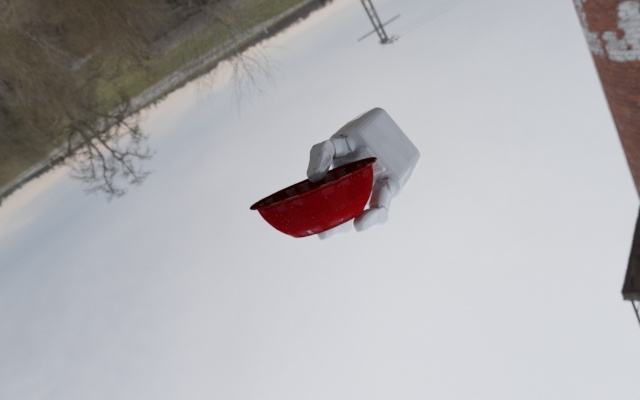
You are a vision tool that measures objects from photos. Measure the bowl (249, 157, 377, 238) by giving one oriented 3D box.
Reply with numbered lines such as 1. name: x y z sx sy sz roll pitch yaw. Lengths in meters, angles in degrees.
1. bowl: -0.001 0.003 0.570 0.162 0.055 0.162 -21 7 3
